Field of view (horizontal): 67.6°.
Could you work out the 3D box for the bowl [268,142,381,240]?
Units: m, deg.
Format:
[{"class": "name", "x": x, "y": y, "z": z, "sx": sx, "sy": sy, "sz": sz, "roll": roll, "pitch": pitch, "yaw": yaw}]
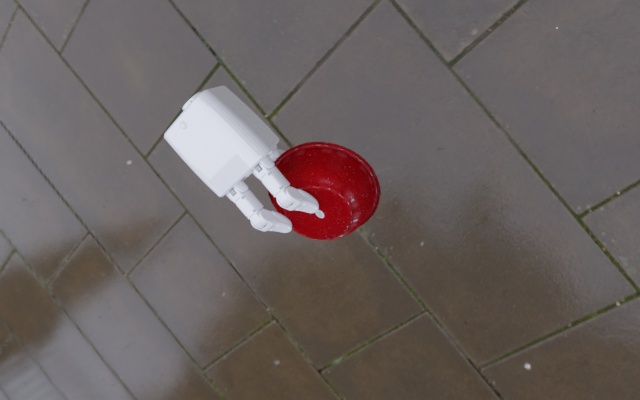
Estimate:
[{"class": "bowl", "x": 0.001, "y": 0.003, "z": 0.655, "sx": 0.162, "sy": 0.162, "sz": 0.055, "roll": 0, "pitch": 38, "yaw": 10}]
